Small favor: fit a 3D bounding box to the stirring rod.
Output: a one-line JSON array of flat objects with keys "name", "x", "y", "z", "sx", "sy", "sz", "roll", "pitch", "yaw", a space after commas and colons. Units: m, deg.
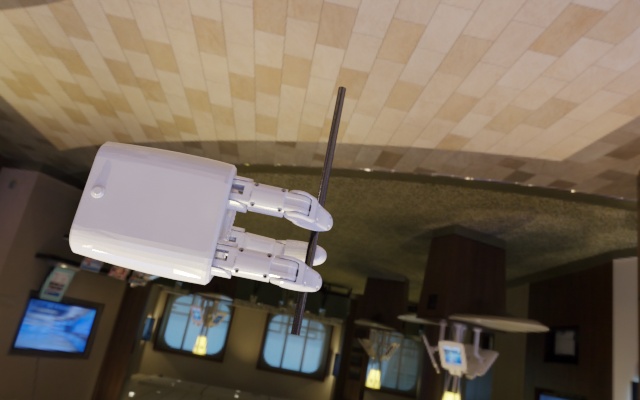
[{"name": "stirring rod", "x": 0.000, "y": 0.001, "z": 0.441, "sx": 0.011, "sy": 0.239, "sz": 0.011, "roll": 10, "pitch": -17, "yaw": 3}]
